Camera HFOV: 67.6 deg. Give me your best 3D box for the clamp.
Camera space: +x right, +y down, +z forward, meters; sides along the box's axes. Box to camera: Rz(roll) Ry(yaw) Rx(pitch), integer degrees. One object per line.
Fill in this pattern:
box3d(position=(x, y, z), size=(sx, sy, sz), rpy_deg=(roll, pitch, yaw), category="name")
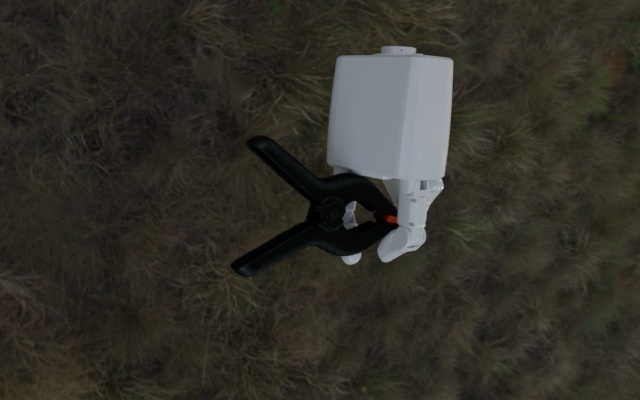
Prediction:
box3d(position=(0.001, 0.002, 0.438), size=(0.171, 0.120, 0.039), rpy_deg=(-5, 15, -31), category="clamp")
